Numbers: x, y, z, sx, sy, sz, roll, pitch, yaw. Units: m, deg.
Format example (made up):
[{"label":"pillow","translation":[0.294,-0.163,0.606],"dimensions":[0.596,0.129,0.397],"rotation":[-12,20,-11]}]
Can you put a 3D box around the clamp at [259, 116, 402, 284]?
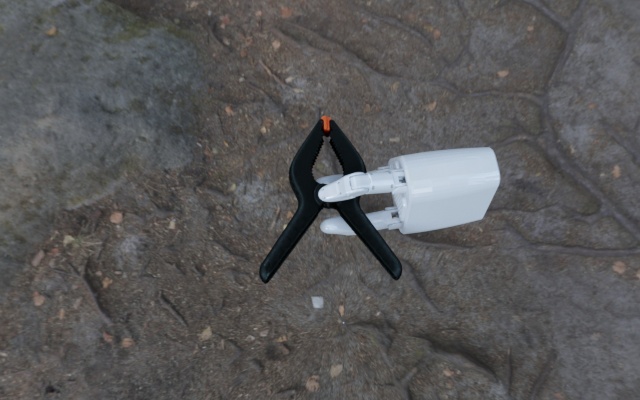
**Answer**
[{"label":"clamp","translation":[0.000,0.001,0.573],"dimensions":[0.164,0.210,0.036],"rotation":[-8,-14,-4]}]
